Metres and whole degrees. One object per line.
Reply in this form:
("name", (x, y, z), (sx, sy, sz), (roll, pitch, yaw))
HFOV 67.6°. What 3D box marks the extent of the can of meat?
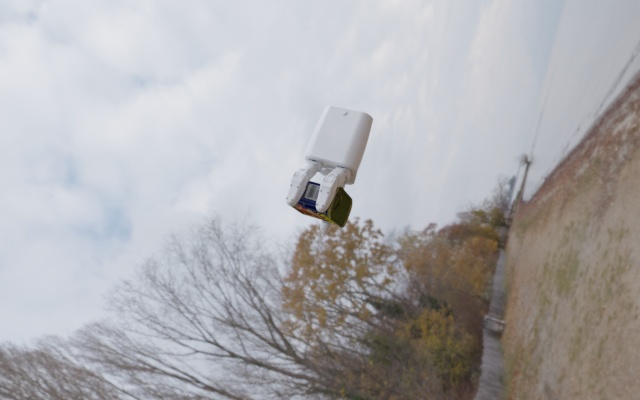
("can of meat", (0.000, 0.003, 0.835), (0.084, 0.057, 0.102), (16, -10, 22))
